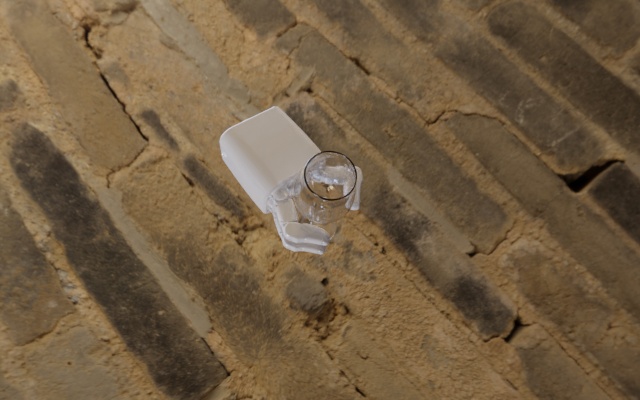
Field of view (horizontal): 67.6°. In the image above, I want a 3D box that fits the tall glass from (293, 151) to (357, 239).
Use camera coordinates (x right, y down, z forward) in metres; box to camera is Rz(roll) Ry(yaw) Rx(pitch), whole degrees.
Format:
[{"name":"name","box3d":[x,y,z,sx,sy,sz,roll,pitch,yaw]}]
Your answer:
[{"name":"tall glass","box3d":[0.000,0.002,0.639,0.079,0.079,0.201,0,-18,-7]}]
